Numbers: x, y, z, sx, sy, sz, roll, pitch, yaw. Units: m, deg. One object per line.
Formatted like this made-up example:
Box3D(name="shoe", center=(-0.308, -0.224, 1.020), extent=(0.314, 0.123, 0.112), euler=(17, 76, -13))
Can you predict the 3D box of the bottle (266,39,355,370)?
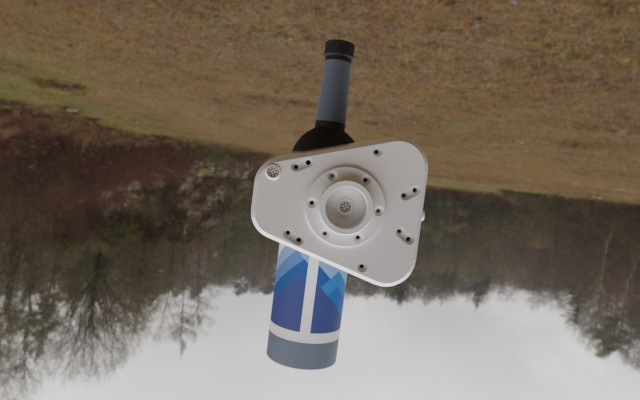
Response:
Box3D(name="bottle", center=(0.000, 0.002, 0.446), extent=(0.069, 0.296, 0.069), euler=(7, 2, 0))
